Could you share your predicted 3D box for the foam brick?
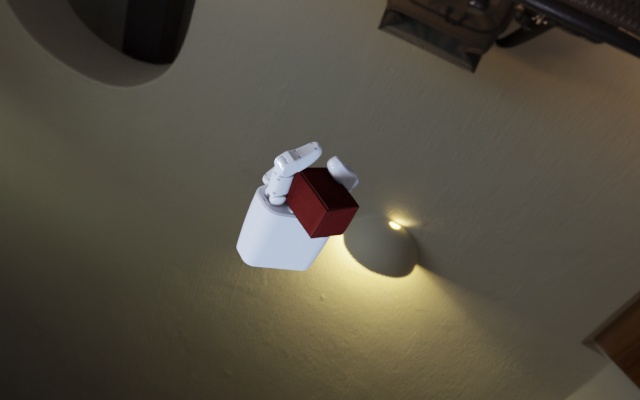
[{"bbox_3d":[0.000,0.002,0.593,0.053,0.051,0.078,-3,44,-39],"label":"foam brick"}]
